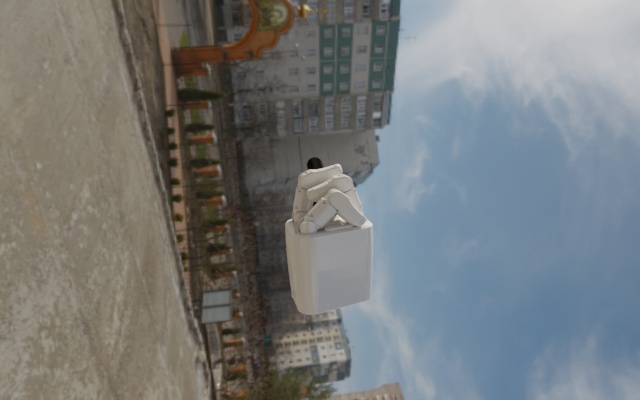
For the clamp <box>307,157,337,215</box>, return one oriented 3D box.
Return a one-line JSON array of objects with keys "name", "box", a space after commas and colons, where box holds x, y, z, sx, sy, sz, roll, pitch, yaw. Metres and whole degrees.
[{"name": "clamp", "box": [0.001, 0.002, 0.715, 0.039, 0.120, 0.171, -2, 11, -8]}]
